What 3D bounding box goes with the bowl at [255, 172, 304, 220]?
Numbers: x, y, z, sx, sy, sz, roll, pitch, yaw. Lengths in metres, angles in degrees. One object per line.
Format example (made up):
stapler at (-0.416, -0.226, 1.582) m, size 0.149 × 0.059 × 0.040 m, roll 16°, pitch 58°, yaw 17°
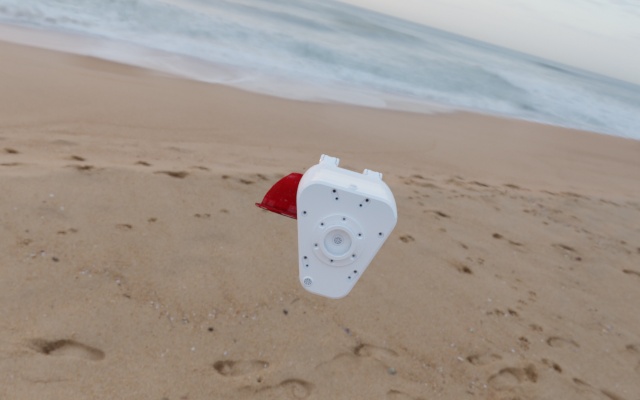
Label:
bowl at (0.000, 0.002, 0.621) m, size 0.162 × 0.055 × 0.162 m, roll 16°, pitch -1°, yaw 0°
